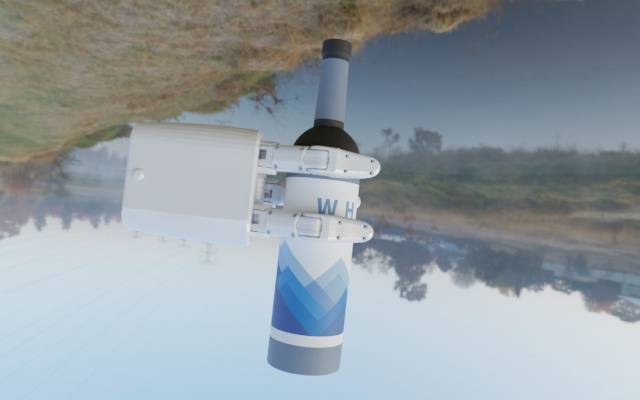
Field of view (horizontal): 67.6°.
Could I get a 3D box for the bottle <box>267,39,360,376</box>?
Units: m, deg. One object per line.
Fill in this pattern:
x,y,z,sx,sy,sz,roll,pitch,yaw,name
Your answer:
0.000,0.002,0.437,0.069,0.295,0.069,6,-2,0,bottle
